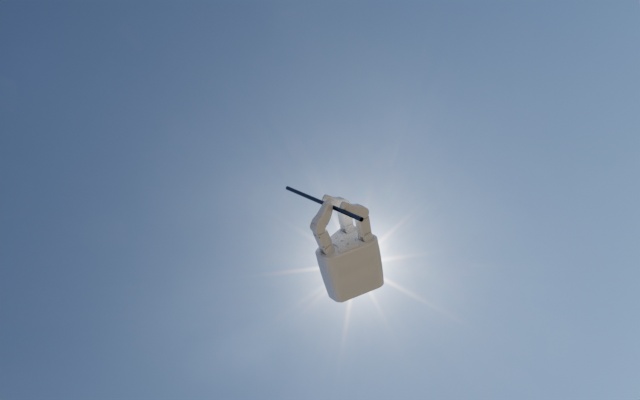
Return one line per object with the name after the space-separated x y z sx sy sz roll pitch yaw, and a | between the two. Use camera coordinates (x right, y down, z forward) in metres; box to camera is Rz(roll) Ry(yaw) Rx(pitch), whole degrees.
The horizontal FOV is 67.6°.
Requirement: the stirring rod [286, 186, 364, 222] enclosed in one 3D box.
0.000 0.003 0.882 0.011 0.011 0.239 0 14 -36 | stirring rod
